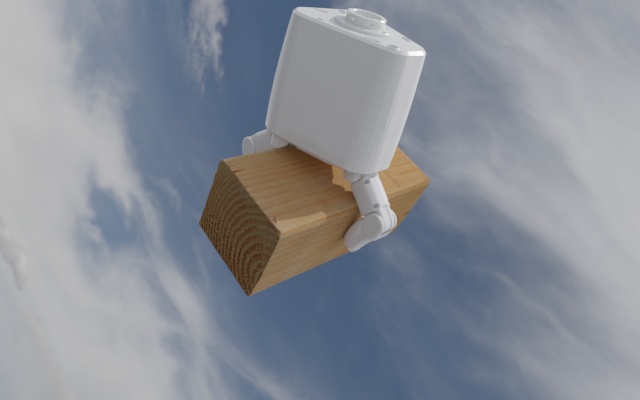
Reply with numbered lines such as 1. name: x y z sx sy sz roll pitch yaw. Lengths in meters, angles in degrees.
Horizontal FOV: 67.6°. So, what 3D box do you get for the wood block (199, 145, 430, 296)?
1. wood block: 0.001 0.001 0.472 0.206 0.090 0.090 -18 -32 -42
